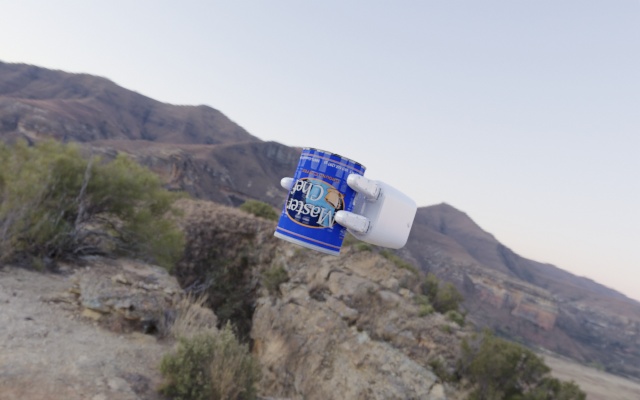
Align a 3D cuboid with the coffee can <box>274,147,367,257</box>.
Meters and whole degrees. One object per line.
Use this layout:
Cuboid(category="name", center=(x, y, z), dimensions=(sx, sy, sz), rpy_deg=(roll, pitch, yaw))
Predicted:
Cuboid(category="coffee can", center=(0.000, 0.002, 0.722), dimensions=(0.103, 0.140, 0.103), rpy_deg=(18, -3, 1))
